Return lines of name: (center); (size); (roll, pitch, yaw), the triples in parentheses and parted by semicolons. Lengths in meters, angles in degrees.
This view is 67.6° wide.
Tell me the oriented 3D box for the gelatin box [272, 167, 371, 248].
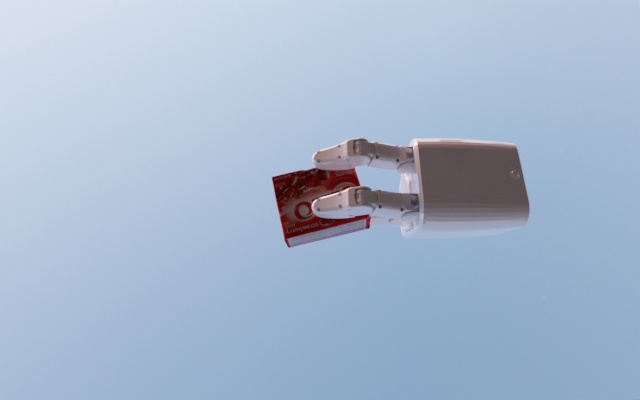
gelatin box: (0.000, 0.002, 0.492); (0.089, 0.073, 0.030); (-14, -27, -2)
